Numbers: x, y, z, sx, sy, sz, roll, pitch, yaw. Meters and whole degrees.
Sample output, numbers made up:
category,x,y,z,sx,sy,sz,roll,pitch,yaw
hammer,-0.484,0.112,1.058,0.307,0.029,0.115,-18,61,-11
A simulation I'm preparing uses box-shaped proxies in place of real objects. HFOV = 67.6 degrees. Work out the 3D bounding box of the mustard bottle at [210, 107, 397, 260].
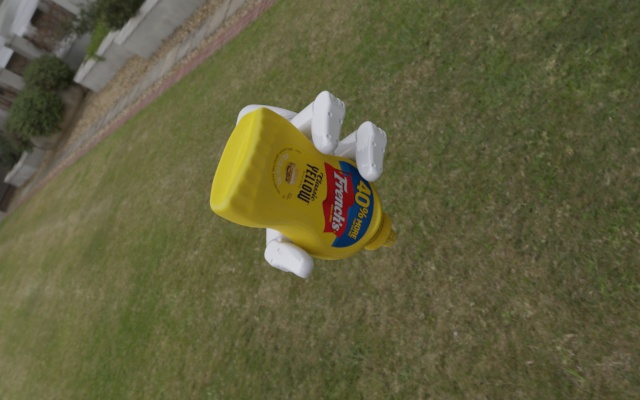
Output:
category,x,y,z,sx,sy,sz,roll,pitch,yaw
mustard bottle,0.000,0.001,0.438,0.192,0.096,0.058,28,-23,-33
